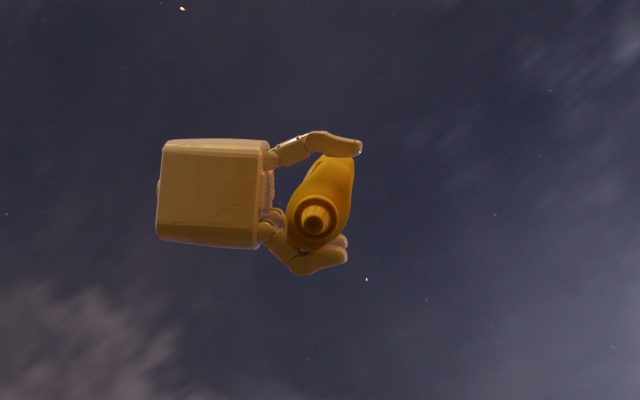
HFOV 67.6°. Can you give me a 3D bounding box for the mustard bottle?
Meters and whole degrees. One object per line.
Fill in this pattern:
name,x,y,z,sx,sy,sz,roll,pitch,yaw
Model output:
mustard bottle,0.000,0.002,0.499,0.058,0.096,0.191,28,12,-1
